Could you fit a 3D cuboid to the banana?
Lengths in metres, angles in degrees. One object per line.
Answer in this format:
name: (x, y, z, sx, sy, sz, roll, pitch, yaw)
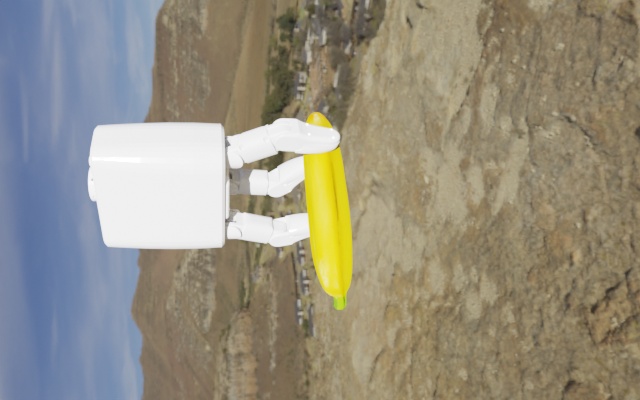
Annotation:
banana: (0.004, 0.000, 0.441, 0.037, 0.197, 0.070, -3, -13, -11)
